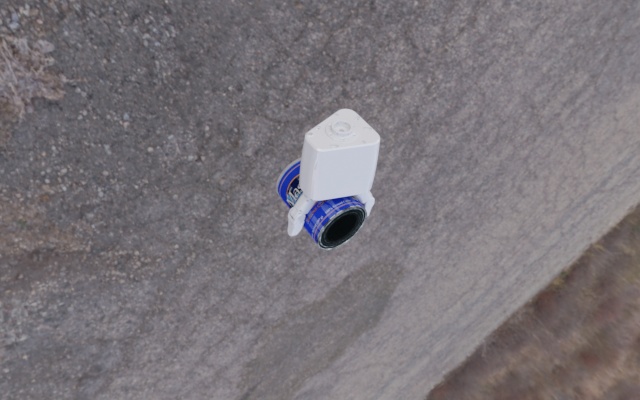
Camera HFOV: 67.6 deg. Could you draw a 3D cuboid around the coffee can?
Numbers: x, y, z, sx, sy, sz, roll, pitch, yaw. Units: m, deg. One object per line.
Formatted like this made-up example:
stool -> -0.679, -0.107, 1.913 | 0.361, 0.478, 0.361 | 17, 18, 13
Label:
coffee can -> 0.000, 0.003, 0.840 | 0.103, 0.103, 0.140 | 0, 41, -46
